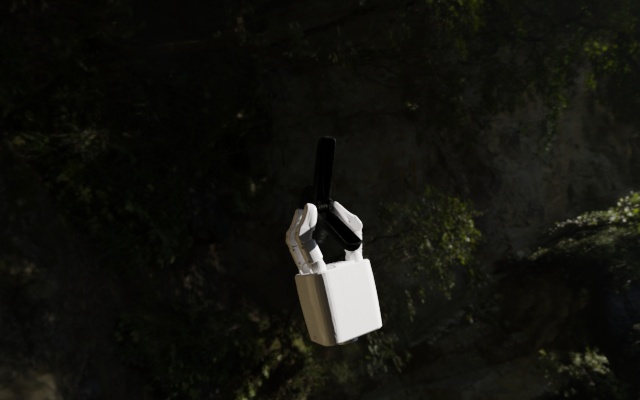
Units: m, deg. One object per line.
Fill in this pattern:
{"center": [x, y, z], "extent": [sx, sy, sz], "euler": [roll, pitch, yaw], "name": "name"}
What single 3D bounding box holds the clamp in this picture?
{"center": [0.001, 0.003, 0.732], "extent": [0.036, 0.164, 0.210], "euler": [-9, -6, -19], "name": "clamp"}
